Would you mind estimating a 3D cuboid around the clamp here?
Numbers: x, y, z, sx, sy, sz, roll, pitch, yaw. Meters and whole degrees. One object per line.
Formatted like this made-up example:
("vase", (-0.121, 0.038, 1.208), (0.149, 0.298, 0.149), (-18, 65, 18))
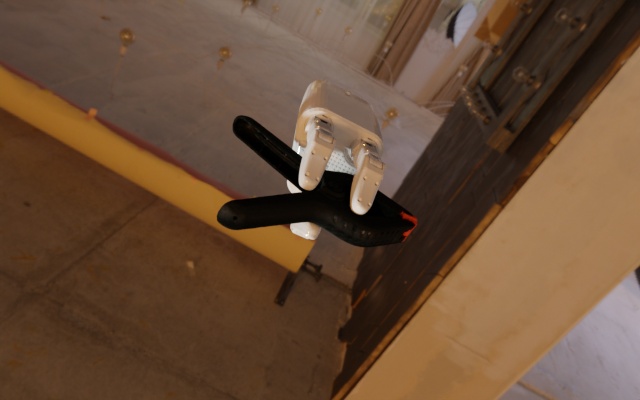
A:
("clamp", (0.000, 0.002, 0.458), (0.210, 0.036, 0.164), (24, 33, -13))
